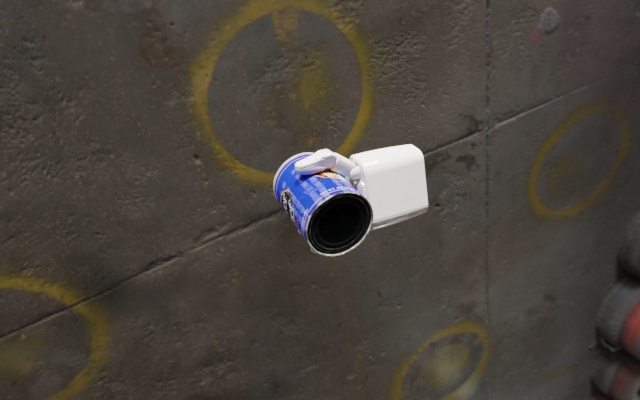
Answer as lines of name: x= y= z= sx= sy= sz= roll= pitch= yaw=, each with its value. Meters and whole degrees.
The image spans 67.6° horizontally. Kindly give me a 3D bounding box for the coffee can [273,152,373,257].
coffee can: x=0.000 y=0.002 z=0.708 sx=0.103 sy=0.103 sz=0.140 roll=0 pitch=28 yaw=-26
